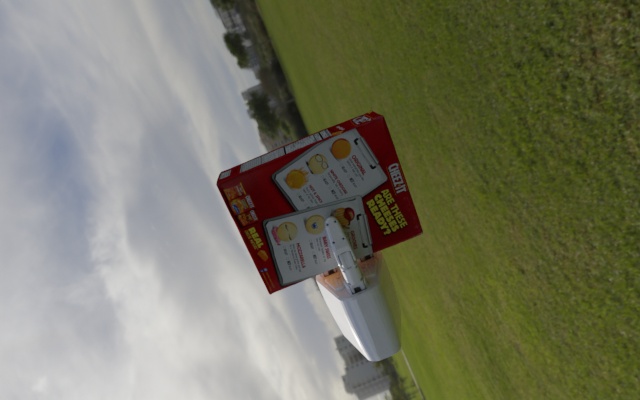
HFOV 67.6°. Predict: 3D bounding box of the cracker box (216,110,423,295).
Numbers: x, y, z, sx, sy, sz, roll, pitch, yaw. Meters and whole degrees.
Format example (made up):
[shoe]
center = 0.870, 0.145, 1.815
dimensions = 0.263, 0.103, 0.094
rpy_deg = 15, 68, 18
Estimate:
[cracker box]
center = 0.000, 0.002, 0.609
dimensions = 0.213, 0.164, 0.072
rpy_deg = -22, 20, 0
